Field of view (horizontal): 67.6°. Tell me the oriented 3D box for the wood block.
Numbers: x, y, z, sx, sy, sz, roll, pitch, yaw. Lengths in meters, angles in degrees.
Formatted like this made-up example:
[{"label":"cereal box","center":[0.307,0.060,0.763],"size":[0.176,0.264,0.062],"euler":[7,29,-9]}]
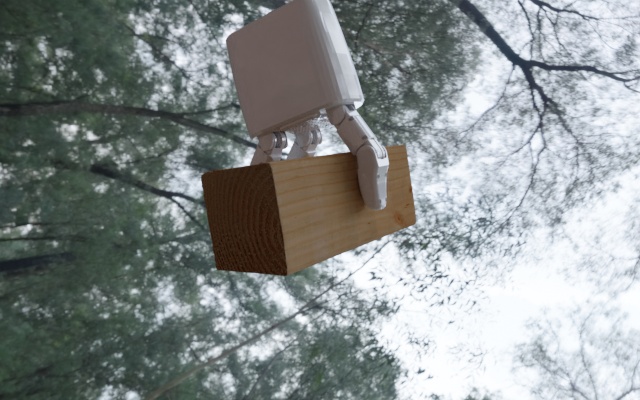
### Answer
[{"label":"wood block","center":[0.000,0.001,0.467],"size":[0.091,0.090,0.206],"euler":[-4,7,41]}]
